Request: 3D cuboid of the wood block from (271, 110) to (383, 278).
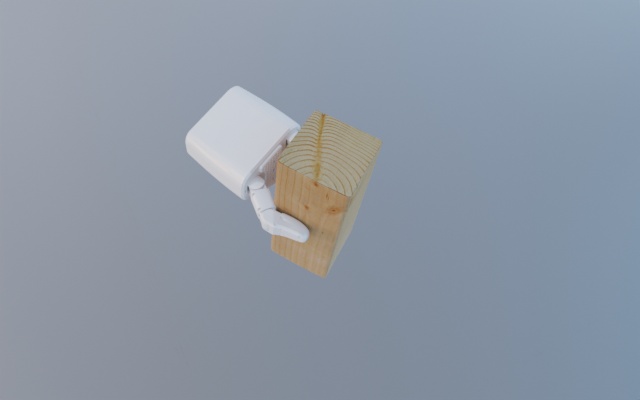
[{"bbox_3d":[0.000,0.002,0.602,0.090,0.090,0.206,27,-32,10],"label":"wood block"}]
